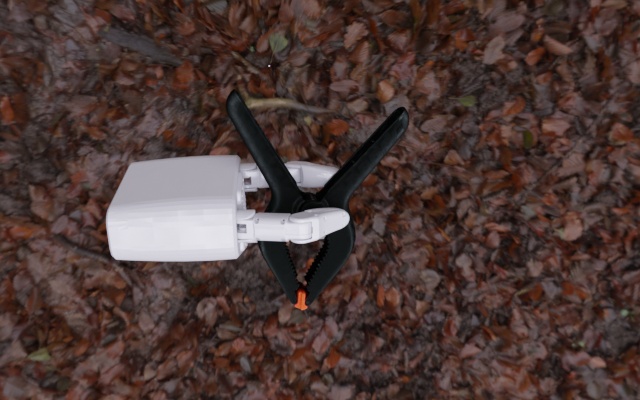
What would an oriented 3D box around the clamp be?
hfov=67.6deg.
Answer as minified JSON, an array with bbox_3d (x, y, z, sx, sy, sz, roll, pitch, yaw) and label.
[{"bbox_3d":[0.000,0.002,0.450,0.164,0.210,0.036,-2,16,-5],"label":"clamp"}]
